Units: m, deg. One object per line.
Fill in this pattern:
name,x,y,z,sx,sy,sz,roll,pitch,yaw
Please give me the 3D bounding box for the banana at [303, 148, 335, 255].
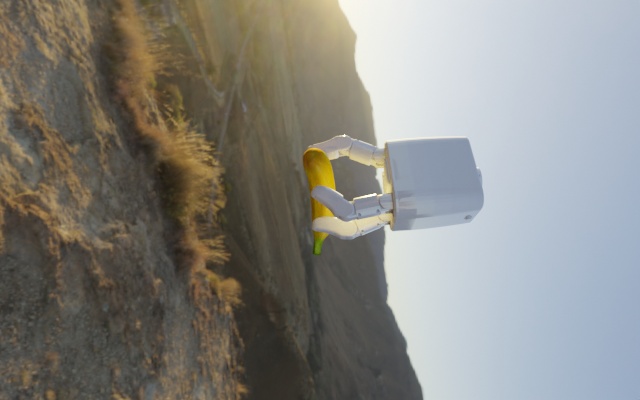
banana,0.001,-0.009,0.643,0.037,0.069,0.198,-1,-43,4
